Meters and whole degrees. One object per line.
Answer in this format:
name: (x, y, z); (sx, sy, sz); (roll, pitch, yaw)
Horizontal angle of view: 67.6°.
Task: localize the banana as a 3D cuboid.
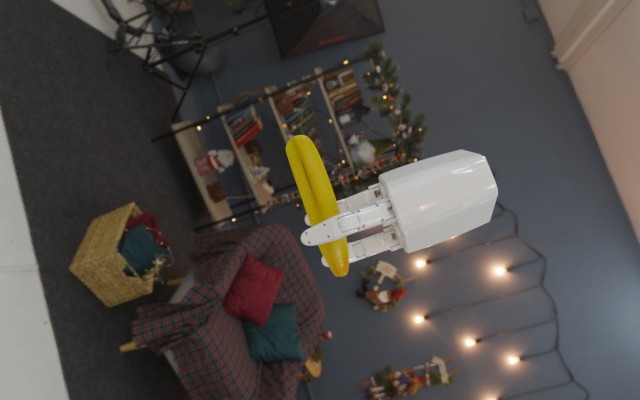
banana: (-0.005, -0.010, 0.549); (0.037, 0.197, 0.070); (-20, -33, 1)
